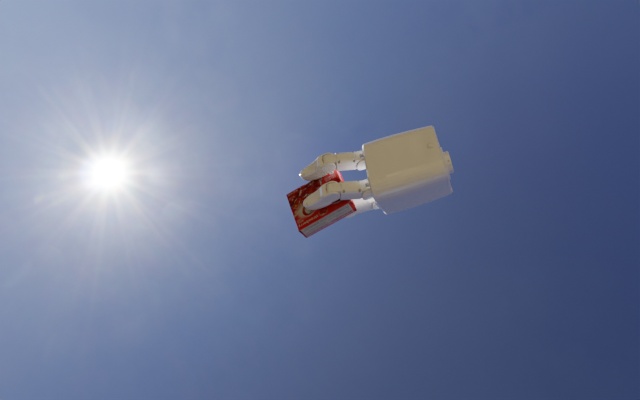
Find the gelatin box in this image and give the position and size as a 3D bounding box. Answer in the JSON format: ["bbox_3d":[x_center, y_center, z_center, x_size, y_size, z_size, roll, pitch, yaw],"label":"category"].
[{"bbox_3d":[0.000,0.003,0.711,0.089,0.073,0.030,-30,-39,9],"label":"gelatin box"}]
